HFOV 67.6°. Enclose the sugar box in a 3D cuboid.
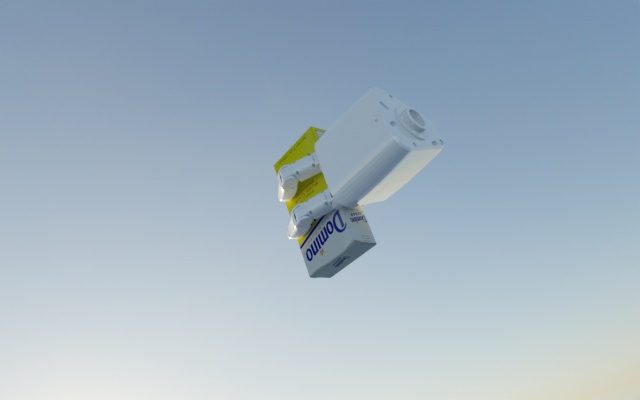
[{"bbox_3d":[0.000,0.002,0.621,0.048,0.176,0.093,10,-40,-40],"label":"sugar box"}]
